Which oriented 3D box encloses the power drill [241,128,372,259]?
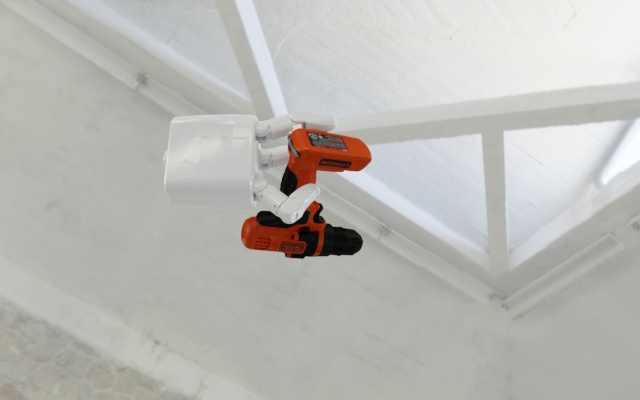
[{"bbox_3d":[0.000,0.002,0.648,0.184,0.188,0.057,6,35,-25],"label":"power drill"}]
